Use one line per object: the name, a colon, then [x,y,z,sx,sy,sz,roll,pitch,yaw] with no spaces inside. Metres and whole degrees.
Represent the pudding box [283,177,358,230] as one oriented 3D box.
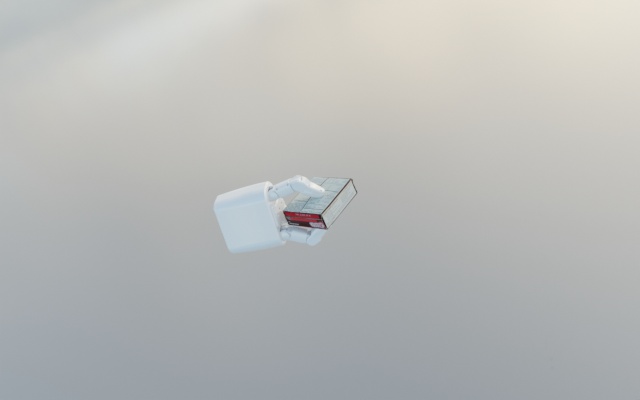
pudding box: [0.000,0.003,0.862,0.090,0.039,0.113,6,42,37]
